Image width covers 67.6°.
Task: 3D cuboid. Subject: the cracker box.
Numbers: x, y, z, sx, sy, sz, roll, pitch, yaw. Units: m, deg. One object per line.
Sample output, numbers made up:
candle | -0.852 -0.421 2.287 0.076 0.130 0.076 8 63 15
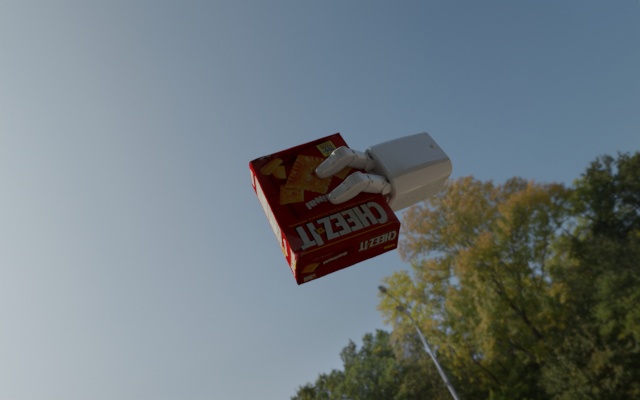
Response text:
cracker box | 0.000 0.002 0.738 0.164 0.213 0.072 -19 -39 -14
